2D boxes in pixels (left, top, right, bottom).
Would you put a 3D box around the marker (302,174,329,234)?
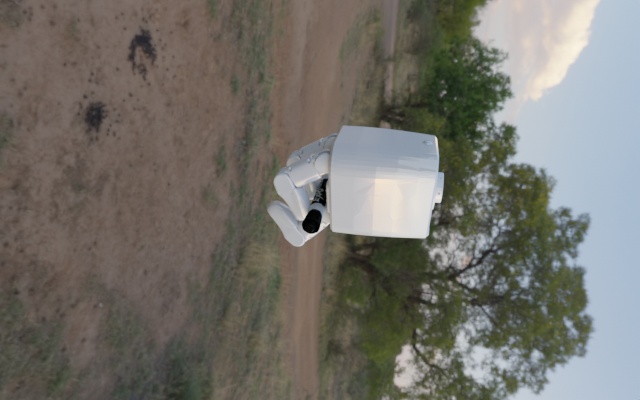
[{"bbox_3d":[0.000,0.002,0.527,0.020,0.020,0.121,0,26,11],"label":"marker"}]
